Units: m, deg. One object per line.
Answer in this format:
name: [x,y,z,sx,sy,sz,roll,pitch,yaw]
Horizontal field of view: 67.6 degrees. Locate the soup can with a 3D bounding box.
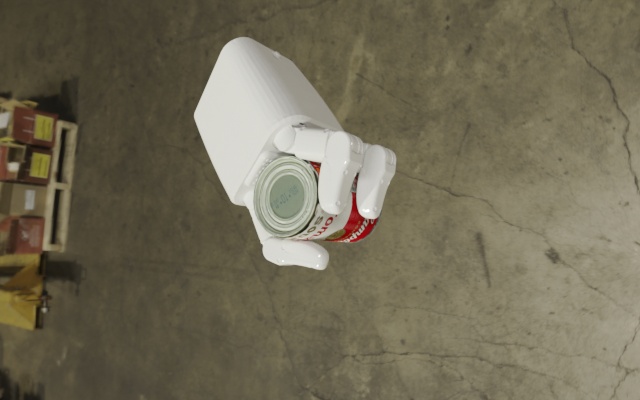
soup can: [0.000,0.002,0.414,0.068,0.068,0.102,0,-6,35]
